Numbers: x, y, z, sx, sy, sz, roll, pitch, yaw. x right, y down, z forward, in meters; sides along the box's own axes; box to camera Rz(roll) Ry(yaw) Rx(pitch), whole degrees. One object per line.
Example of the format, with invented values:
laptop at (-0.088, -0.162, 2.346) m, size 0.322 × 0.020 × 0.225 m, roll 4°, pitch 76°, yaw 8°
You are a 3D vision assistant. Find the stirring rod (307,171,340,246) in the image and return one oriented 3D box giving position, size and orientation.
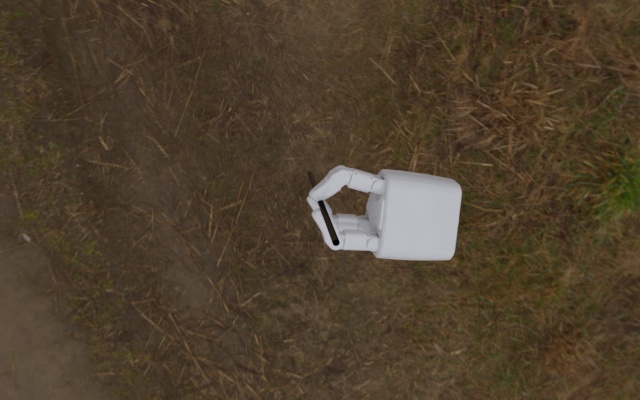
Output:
stirring rod at (0.000, 0.002, 0.622) m, size 0.011 × 0.011 × 0.239 m, roll 0°, pitch 21°, yaw -9°
